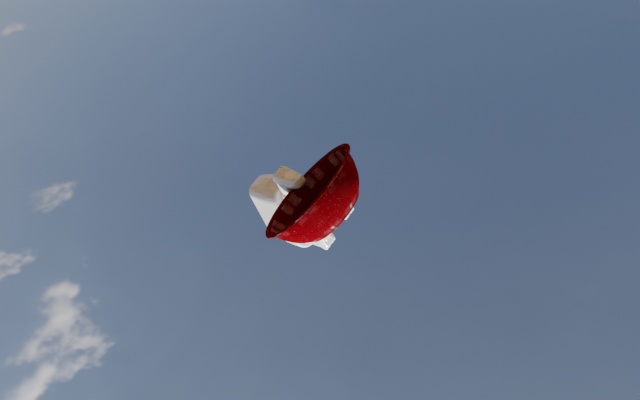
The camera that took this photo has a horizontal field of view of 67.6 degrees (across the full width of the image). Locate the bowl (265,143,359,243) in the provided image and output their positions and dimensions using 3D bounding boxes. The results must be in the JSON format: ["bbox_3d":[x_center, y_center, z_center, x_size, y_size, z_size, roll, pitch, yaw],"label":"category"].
[{"bbox_3d":[0.001,0.003,0.629,0.055,0.162,0.162,41,-12,-13],"label":"bowl"}]
